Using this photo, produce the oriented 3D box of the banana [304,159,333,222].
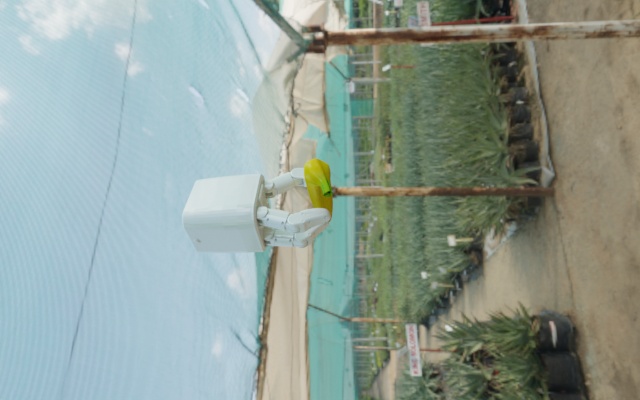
[{"bbox_3d":[-0.002,-0.017,0.683,0.037,0.069,0.198,-6,-12,1],"label":"banana"}]
